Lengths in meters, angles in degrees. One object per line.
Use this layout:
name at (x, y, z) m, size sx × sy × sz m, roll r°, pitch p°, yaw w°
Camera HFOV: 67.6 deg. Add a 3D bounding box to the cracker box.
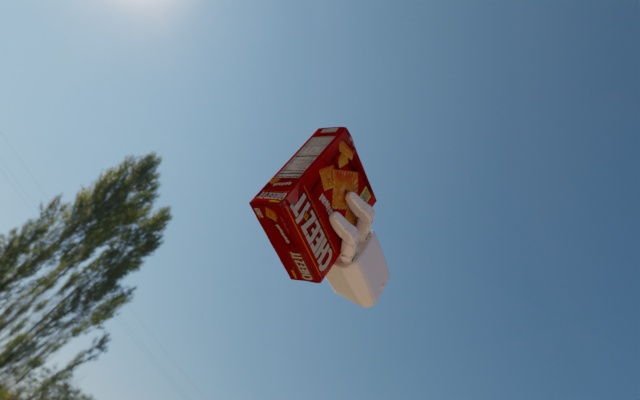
cracker box at (0.000, 0.002, 0.788) m, size 0.072 × 0.164 × 0.213 m, roll 1°, pitch 39°, yaw 37°
